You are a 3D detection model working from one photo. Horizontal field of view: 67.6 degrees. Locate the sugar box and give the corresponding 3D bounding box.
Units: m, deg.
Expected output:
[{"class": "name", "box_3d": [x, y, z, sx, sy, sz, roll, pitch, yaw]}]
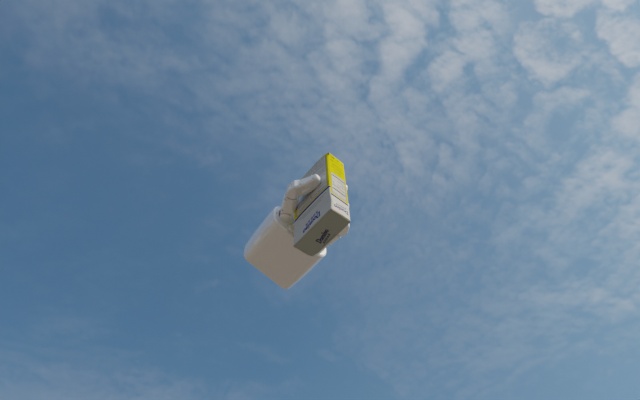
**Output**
[{"class": "sugar box", "box_3d": [0.000, 0.003, 0.784, 0.048, 0.093, 0.176, 33, 28, -24]}]
